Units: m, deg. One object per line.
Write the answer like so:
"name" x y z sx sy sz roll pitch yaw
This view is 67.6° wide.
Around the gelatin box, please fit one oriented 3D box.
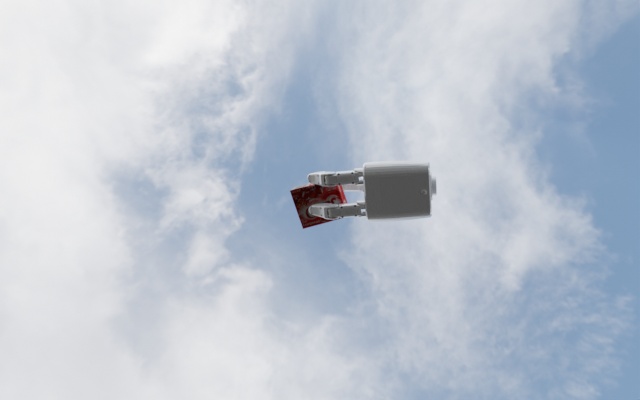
"gelatin box" 0.000 0.003 0.834 0.089 0.073 0.030 -15 10 20
